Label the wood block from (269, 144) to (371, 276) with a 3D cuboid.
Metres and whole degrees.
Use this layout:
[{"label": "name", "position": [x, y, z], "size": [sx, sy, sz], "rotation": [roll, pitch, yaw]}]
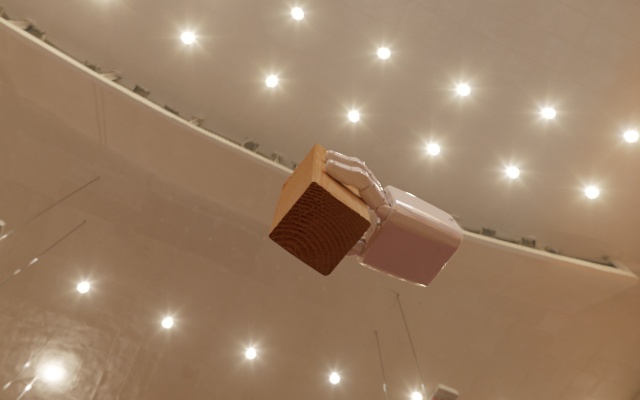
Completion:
[{"label": "wood block", "position": [0.000, 0.003, 0.653], "size": [0.090, 0.091, 0.206], "rotation": [36, 15, -11]}]
